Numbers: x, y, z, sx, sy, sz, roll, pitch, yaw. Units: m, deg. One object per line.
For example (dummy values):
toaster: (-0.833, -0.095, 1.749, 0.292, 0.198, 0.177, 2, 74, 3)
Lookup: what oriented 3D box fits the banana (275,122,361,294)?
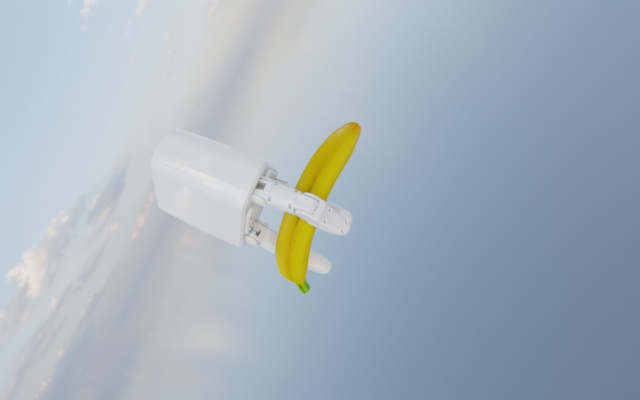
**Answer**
banana: (-0.008, 0.003, 0.505, 0.037, 0.198, 0.069, 21, 3, 21)
